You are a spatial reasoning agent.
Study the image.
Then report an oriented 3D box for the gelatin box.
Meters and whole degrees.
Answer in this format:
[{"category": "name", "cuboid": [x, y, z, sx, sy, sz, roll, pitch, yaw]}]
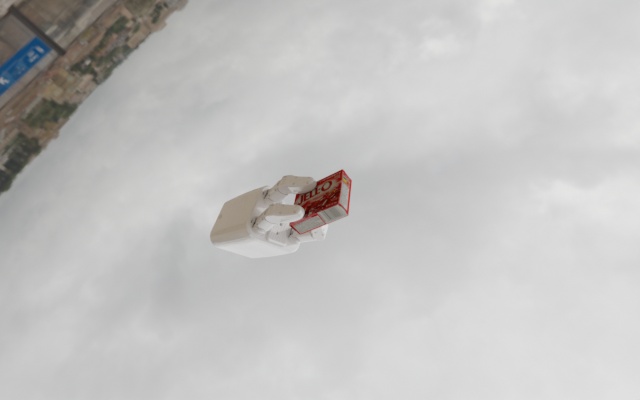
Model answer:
[{"category": "gelatin box", "cuboid": [0.001, 0.002, 0.693, 0.089, 0.073, 0.030, -23, -54, 29]}]
